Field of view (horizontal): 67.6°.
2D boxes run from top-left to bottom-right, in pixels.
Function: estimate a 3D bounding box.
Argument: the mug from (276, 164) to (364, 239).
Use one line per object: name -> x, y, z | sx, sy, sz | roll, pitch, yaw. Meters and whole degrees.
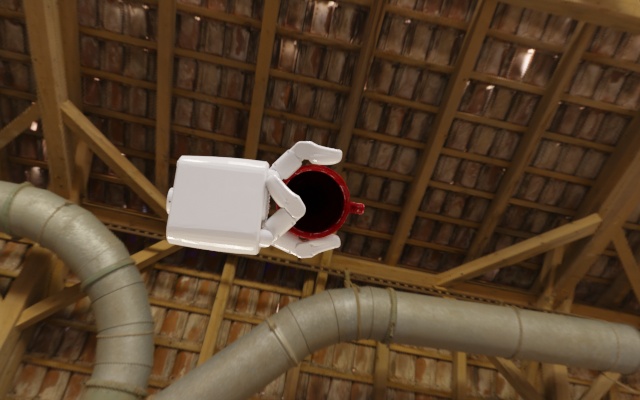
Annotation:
mug -> 0.002, 0.002, 0.635 | 0.117, 0.093, 0.081 | 6, 1, -4
